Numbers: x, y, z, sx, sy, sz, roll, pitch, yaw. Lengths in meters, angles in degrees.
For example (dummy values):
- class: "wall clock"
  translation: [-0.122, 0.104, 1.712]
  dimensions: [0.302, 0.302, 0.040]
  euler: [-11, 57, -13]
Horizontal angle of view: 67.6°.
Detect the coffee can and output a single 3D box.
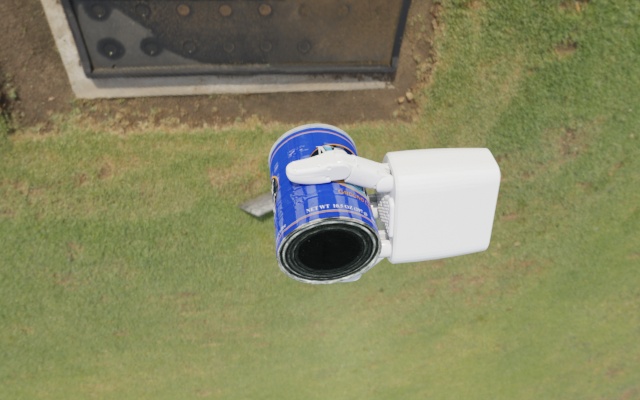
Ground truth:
- class: "coffee can"
  translation: [0.000, 0.002, 0.506]
  dimensions: [0.103, 0.140, 0.103]
  euler: [-5, -43, -5]
